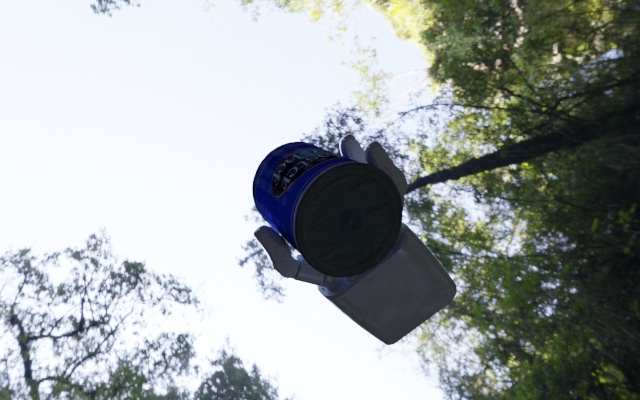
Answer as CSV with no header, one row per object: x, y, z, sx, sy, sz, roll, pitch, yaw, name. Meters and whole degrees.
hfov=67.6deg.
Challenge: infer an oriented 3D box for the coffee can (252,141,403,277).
0.000,0.002,0.469,0.103,0.103,0.140,0,14,-23,coffee can
